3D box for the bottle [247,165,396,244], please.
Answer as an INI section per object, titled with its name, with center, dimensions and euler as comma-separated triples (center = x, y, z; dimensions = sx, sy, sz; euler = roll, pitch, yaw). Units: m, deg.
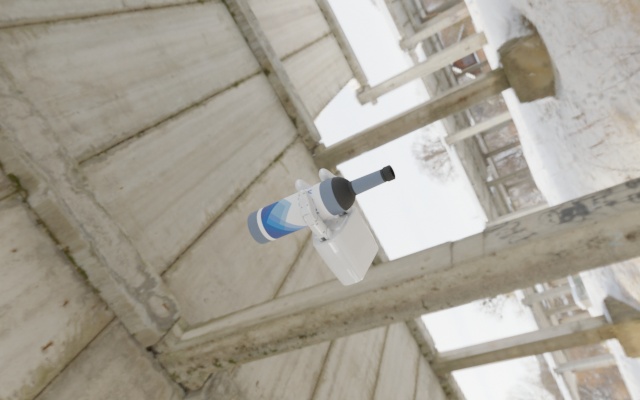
[bottle]
center = 0.000, 0.003, 0.881
dimensions = 0.296, 0.069, 0.069
euler = -23, -10, 25
